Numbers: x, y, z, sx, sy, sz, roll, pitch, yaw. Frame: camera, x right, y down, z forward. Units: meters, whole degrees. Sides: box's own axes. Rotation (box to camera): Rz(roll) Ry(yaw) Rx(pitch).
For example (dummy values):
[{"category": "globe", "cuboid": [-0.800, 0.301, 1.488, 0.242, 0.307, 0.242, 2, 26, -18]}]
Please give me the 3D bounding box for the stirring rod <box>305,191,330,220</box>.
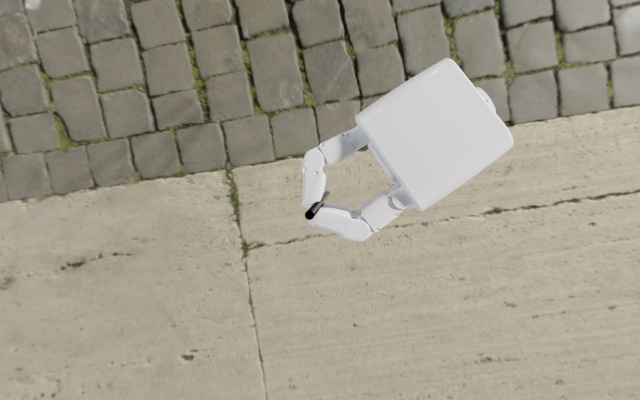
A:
[{"category": "stirring rod", "cuboid": [0.000, 0.002, 0.511, 0.011, 0.011, 0.239, 0, 5, 4]}]
